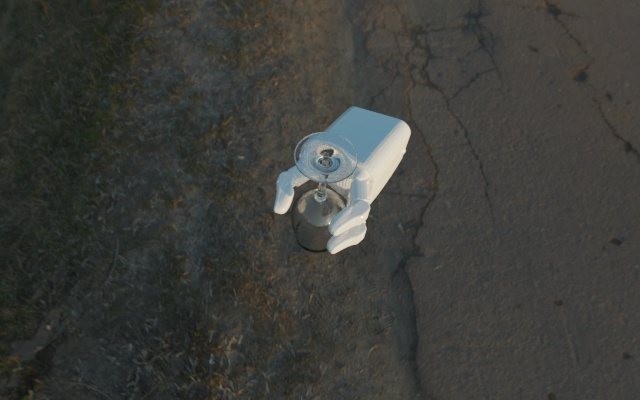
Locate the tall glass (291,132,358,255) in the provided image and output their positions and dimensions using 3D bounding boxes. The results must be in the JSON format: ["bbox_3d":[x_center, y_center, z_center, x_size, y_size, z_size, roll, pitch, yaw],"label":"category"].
[{"bbox_3d":[0.000,0.002,0.634,0.079,0.079,0.201,0,-32,-5],"label":"tall glass"}]
